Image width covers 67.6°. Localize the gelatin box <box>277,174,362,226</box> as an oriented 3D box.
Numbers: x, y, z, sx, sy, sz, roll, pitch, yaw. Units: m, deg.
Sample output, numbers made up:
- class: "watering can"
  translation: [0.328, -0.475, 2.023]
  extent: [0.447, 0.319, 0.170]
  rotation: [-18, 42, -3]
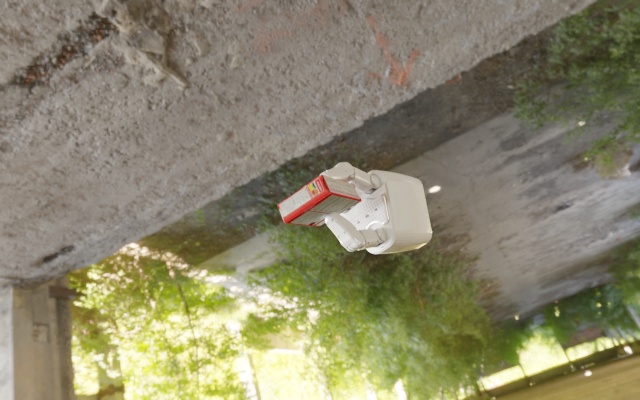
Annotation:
- class: "gelatin box"
  translation: [0.000, 0.002, 0.608]
  extent: [0.073, 0.030, 0.089]
  rotation: [-33, -21, 24]
